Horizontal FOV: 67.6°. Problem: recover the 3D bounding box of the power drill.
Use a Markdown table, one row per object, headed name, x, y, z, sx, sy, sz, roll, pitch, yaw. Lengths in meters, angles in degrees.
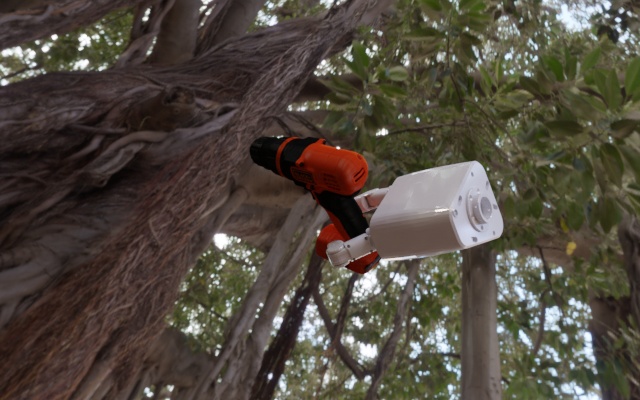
| name | x | y | z | sx | sy | sz | roll | pitch | yaw |
| --- | --- | --- | --- | --- | --- | --- | --- | --- | --- |
| power drill | 0.000 | 0.002 | 0.613 | 0.184 | 0.188 | 0.057 | 19 | 56 | 44 |
